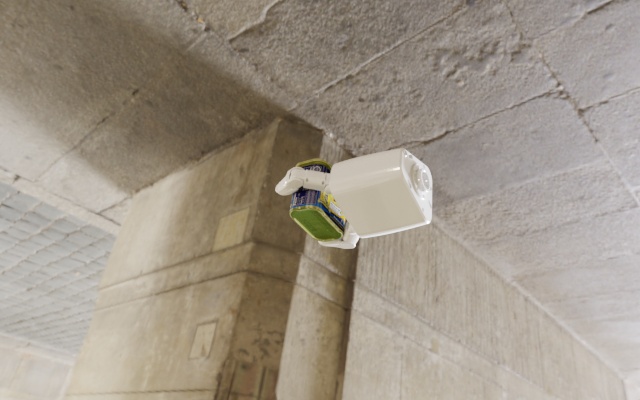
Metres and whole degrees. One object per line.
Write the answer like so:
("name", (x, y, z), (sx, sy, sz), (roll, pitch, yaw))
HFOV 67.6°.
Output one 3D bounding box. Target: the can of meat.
("can of meat", (0.000, 0.003, 0.712), (0.057, 0.084, 0.102), (-11, -37, 28))
